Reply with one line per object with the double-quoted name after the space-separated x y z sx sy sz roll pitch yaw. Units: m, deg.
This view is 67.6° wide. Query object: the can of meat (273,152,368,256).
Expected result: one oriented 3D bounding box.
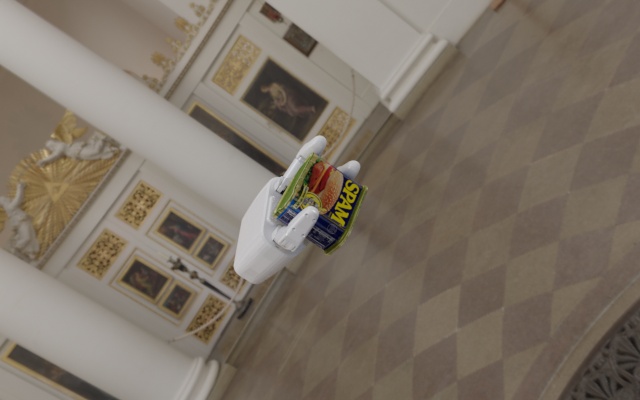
0.000 0.002 0.586 0.084 0.102 0.057 34 -40 -10 "can of meat"
